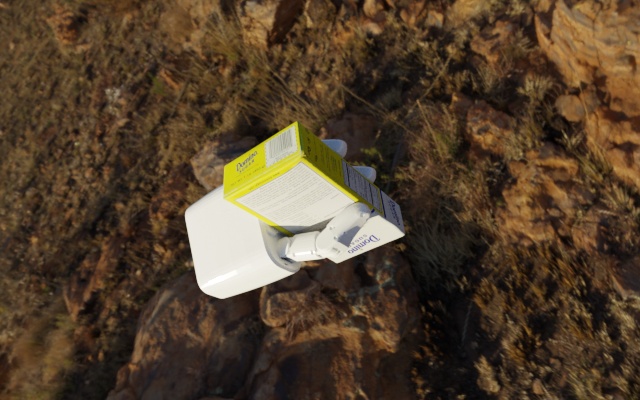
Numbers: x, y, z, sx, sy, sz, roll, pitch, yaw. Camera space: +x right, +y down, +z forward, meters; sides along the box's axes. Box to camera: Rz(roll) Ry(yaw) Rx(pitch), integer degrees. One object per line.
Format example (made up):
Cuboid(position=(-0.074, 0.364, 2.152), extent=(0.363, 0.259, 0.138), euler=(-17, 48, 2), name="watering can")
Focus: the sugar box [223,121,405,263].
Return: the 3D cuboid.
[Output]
Cuboid(position=(0.000, 0.001, 0.474), extent=(0.093, 0.048, 0.176), euler=(-26, -37, 27), name="sugar box")
